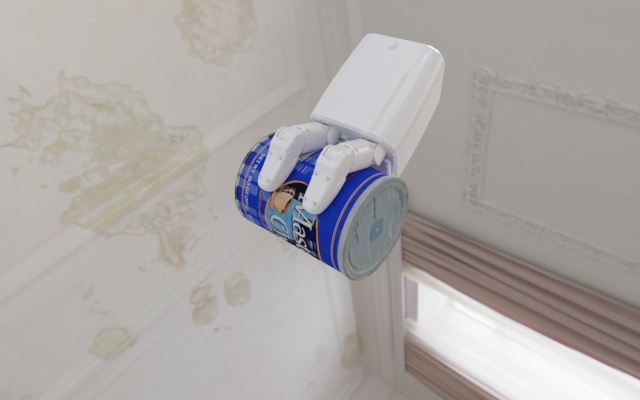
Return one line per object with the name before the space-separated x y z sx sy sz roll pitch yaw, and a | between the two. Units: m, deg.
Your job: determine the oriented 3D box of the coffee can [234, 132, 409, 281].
coffee can | 0.000 0.002 0.471 0.140 0.103 0.103 26 15 33
